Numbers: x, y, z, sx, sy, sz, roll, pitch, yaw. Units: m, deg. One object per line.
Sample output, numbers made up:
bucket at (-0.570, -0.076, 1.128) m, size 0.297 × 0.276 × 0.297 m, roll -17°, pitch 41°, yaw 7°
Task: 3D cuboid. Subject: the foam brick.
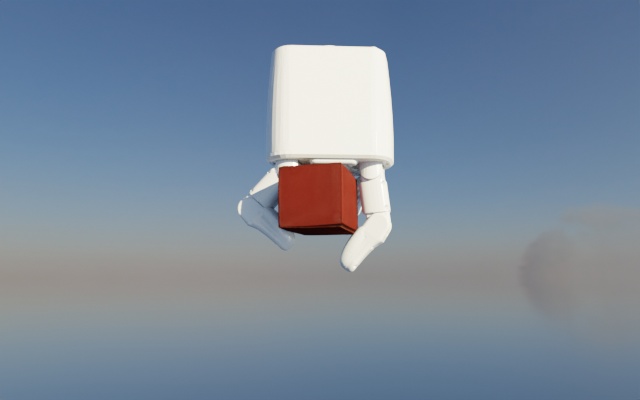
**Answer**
foam brick at (0.000, 0.001, 0.407) m, size 0.053 × 0.051 × 0.078 m, roll -2°, pitch -9°, yaw 13°
